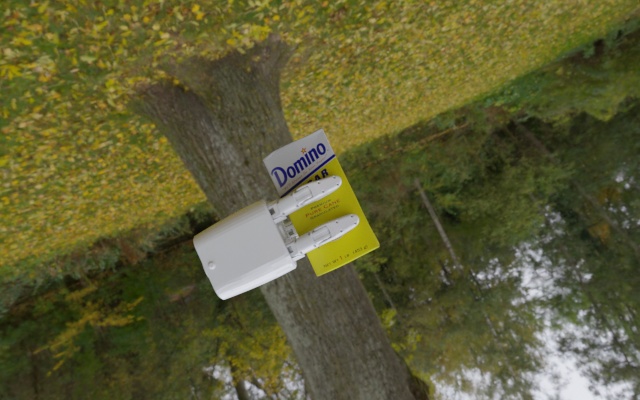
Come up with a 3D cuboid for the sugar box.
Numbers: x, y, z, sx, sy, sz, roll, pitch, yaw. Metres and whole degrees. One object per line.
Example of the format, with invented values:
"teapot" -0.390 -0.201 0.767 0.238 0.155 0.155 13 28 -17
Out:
"sugar box" 0.000 0.002 0.642 0.093 0.176 0.048 -27 -5 1
